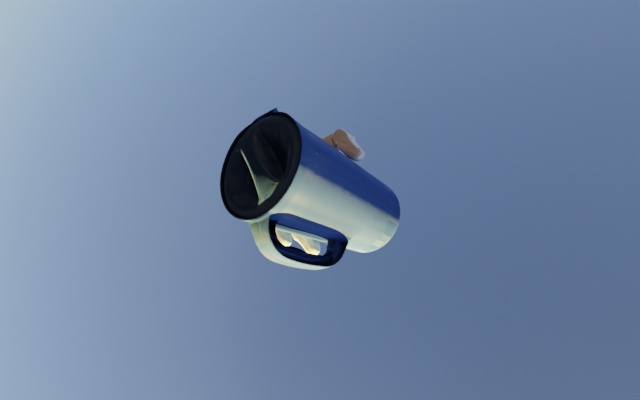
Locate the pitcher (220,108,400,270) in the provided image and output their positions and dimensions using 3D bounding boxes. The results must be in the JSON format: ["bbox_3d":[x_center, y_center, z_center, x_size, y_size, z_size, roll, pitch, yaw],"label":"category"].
[{"bbox_3d":[0.000,0.002,0.623,0.243,0.149,0.145,25,10,-46],"label":"pitcher"}]
